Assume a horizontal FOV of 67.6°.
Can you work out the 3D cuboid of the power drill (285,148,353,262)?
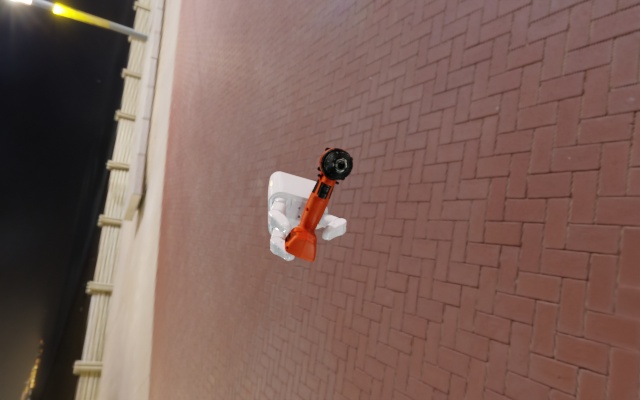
[{"bbox_3d":[0.000,0.003,0.788,0.057,0.187,0.184,24,4,-3],"label":"power drill"}]
